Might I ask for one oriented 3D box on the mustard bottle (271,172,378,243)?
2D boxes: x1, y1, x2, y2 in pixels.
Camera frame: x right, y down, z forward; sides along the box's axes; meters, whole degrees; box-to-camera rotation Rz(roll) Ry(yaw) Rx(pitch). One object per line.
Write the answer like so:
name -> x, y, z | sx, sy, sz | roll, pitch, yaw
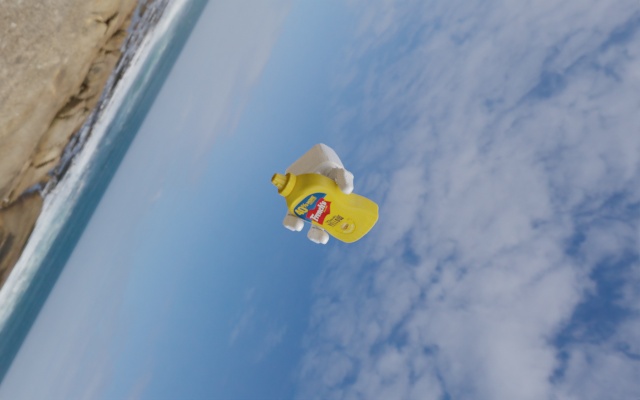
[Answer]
mustard bottle -> 0.000, 0.003, 0.829 | 0.192, 0.058, 0.096 | 28, -46, -22
